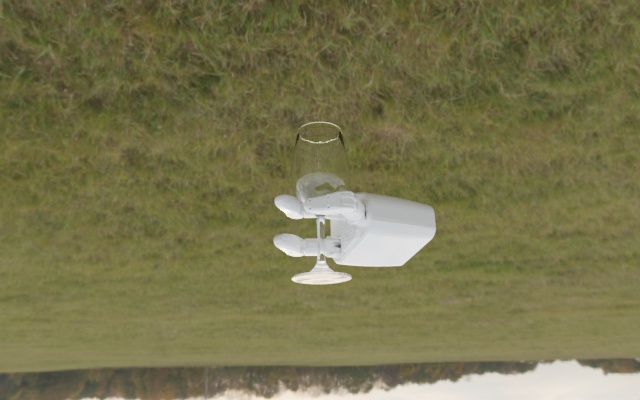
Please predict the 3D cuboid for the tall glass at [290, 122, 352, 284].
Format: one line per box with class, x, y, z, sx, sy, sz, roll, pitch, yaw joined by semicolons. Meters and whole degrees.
tall glass;0.000;0.003;0.616;0.079;0.201;0.079;-1;-19;0
